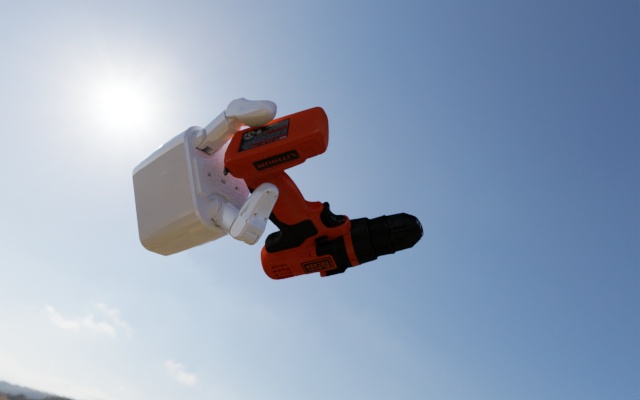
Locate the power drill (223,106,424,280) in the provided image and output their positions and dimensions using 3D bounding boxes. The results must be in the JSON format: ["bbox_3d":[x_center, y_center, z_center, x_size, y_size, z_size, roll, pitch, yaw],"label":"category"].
[{"bbox_3d":[0.000,0.001,0.490,0.184,0.188,0.057,-16,36,11],"label":"power drill"}]
